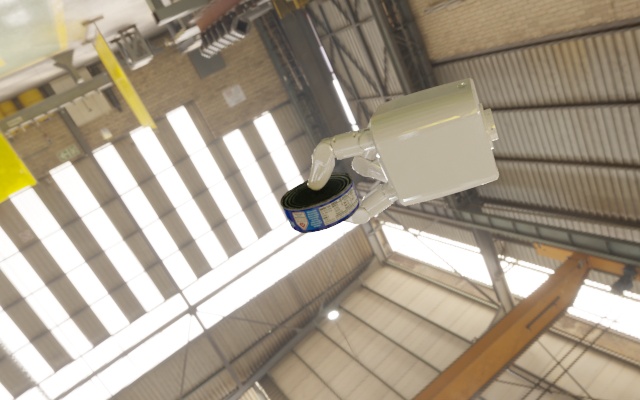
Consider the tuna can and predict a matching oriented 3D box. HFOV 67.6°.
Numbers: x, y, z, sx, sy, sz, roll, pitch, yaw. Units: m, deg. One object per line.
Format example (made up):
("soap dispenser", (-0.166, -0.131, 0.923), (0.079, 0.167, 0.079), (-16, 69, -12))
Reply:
("tuna can", (0.000, 0.002, 0.542), (0.086, 0.034, 0.086), (-18, 21, 7))
